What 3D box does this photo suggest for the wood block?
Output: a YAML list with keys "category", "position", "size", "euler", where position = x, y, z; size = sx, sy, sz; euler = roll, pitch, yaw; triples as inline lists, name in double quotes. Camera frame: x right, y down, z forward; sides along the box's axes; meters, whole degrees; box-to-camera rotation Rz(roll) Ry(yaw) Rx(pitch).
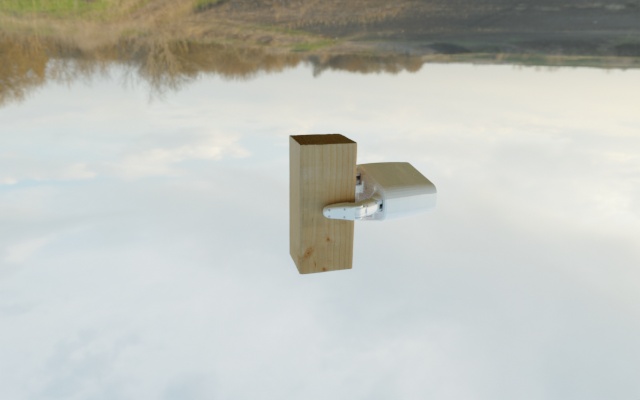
- category: "wood block"
  position: [0.001, 0.003, 0.766]
  size: [0.090, 0.206, 0.090]
  euler: [-4, 18, -15]
